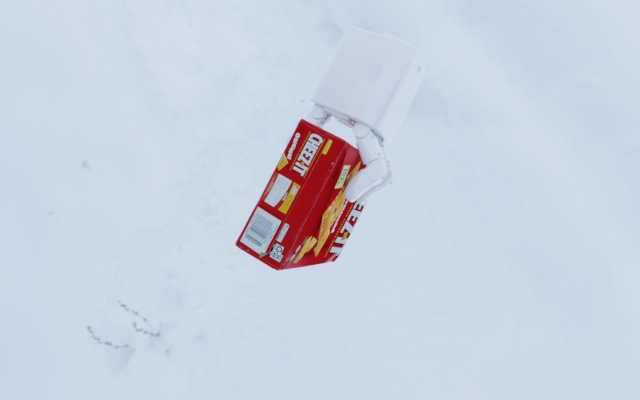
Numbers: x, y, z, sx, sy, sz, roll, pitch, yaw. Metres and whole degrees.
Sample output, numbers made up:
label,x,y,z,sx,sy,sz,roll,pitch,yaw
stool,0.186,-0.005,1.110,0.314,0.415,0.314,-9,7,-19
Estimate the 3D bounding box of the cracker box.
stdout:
label,x,y,z,sx,sy,sz,roll,pitch,yaw
cracker box,0.000,0.002,0.620,0.072,0.164,0.214,30,5,19
